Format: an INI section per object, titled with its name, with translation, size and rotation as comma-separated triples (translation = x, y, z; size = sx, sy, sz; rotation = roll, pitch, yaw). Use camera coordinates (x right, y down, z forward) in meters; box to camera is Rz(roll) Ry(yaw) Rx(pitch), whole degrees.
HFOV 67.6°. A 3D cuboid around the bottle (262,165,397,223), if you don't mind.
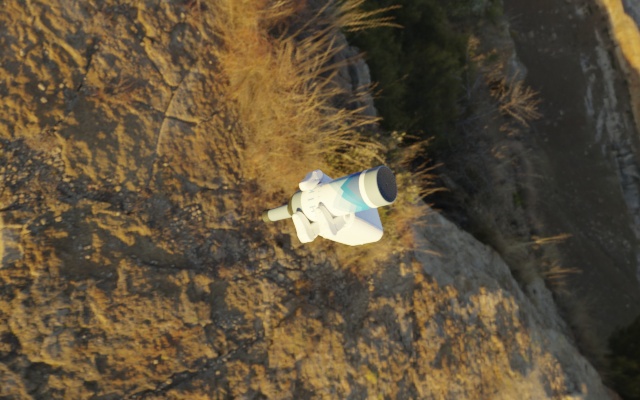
[bottle]
translation = 0.000, 0.003, 0.892
size = 0.296, 0.069, 0.069
rotation = -15, -10, 38
